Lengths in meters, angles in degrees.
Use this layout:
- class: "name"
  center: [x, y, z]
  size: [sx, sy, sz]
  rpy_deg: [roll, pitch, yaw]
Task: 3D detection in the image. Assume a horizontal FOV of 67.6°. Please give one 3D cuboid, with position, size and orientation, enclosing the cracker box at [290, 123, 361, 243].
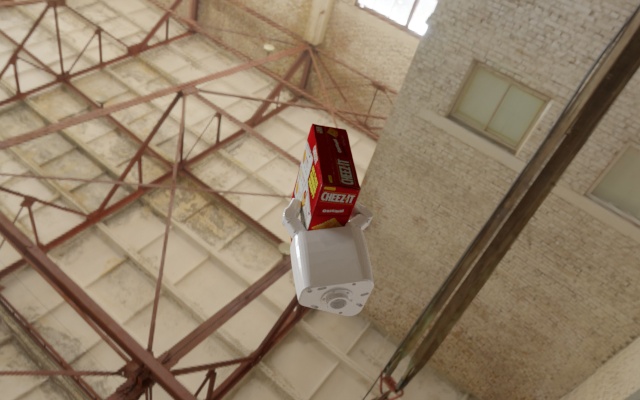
- class: "cracker box"
  center: [0.000, 0.003, 0.831]
  size: [0.072, 0.214, 0.164]
  rpy_deg: [6, 42, -14]
